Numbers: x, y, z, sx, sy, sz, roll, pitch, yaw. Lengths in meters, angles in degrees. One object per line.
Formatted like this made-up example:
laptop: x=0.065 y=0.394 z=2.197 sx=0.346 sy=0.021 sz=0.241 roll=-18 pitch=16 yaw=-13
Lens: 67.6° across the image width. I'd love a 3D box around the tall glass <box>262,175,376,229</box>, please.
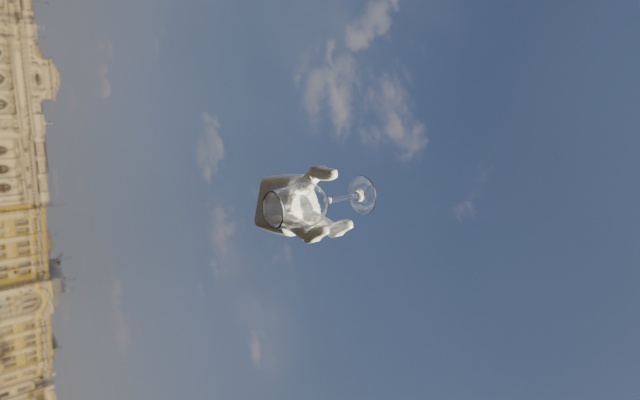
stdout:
tall glass: x=0.001 y=0.003 z=0.827 sx=0.201 sy=0.079 sz=0.079 roll=-9 pitch=6 yaw=-38
